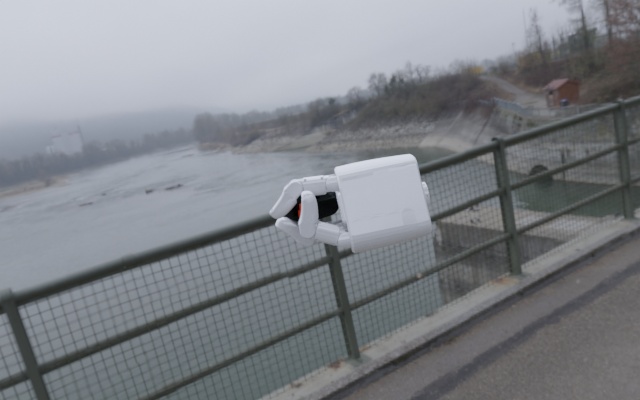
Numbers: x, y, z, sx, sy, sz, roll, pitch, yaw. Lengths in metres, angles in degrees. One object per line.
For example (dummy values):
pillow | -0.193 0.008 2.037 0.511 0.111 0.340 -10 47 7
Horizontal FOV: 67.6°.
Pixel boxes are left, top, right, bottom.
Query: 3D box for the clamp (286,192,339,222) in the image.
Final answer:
clamp | 0.000 0.002 0.708 0.120 0.039 0.171 -12 11 1
